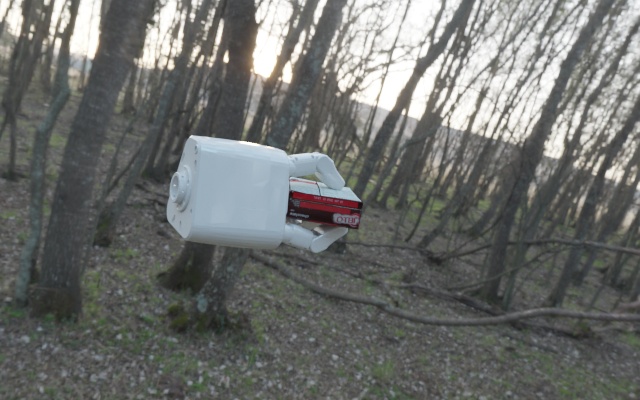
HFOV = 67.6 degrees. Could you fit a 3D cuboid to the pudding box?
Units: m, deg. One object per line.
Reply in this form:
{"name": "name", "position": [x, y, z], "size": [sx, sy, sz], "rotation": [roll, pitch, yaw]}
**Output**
{"name": "pudding box", "position": [0.000, 0.002, 0.600], "size": [0.090, 0.039, 0.113], "rotation": [10, 11, -6]}
